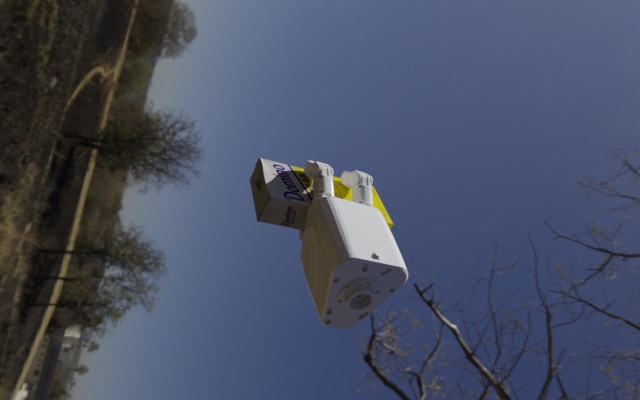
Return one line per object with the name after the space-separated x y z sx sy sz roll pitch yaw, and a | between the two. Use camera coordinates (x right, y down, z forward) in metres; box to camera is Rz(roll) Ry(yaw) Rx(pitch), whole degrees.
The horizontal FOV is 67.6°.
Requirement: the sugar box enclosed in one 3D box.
0.000 0.002 0.629 0.176 0.048 0.093 15 30 -25 | sugar box
